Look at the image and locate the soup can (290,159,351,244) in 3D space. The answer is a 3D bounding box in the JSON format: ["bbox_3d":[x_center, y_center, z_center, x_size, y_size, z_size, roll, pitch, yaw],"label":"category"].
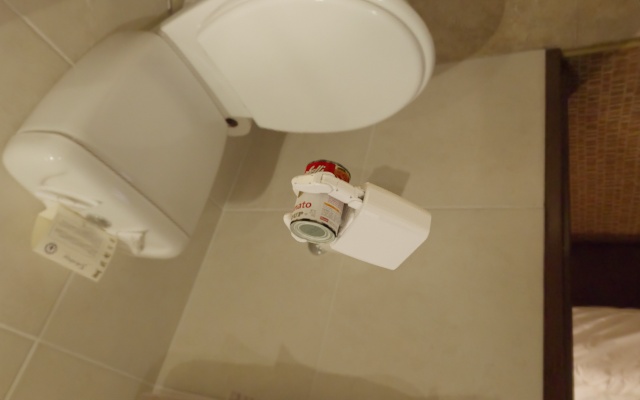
[{"bbox_3d":[0.000,0.002,0.678,0.068,0.102,0.068,11,-29,7],"label":"soup can"}]
